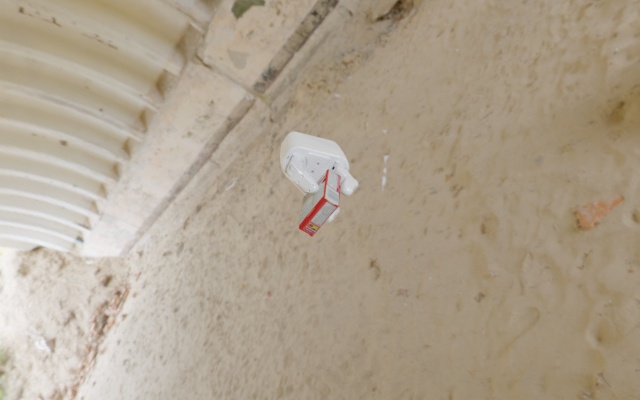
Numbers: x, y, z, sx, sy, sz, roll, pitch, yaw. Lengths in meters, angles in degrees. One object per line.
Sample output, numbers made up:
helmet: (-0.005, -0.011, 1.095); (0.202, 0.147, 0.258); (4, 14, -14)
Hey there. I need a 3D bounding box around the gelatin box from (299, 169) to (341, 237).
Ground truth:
gelatin box: (0.000, 0.002, 0.754); (0.030, 0.073, 0.089); (31, 31, -15)
